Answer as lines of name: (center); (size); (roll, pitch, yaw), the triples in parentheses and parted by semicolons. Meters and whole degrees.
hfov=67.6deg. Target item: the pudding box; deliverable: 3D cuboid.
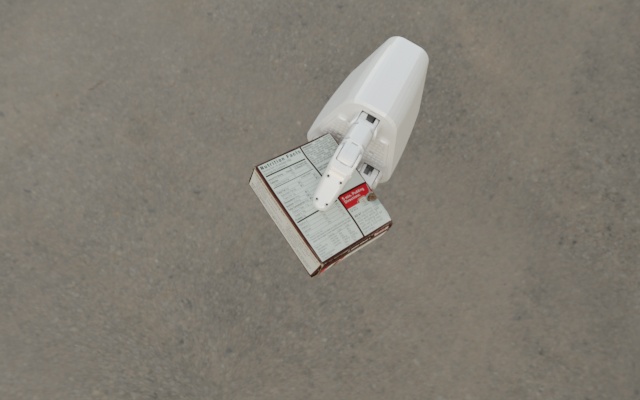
pudding box: (0.000, 0.001, 0.447); (0.090, 0.113, 0.039); (-28, -16, -26)
